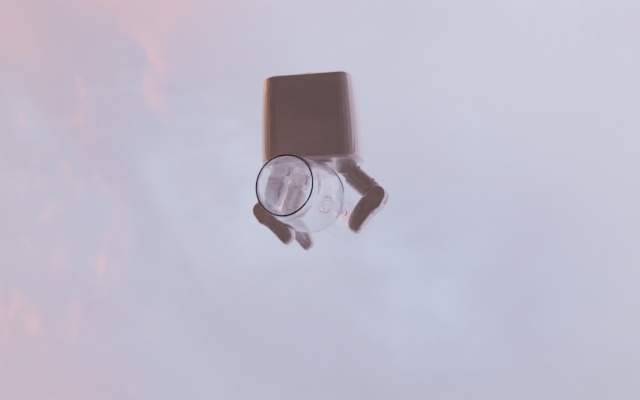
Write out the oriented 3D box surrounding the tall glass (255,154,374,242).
[{"bbox_3d":[0.000,0.002,0.546,0.079,0.079,0.201,0,-9,21],"label":"tall glass"}]
